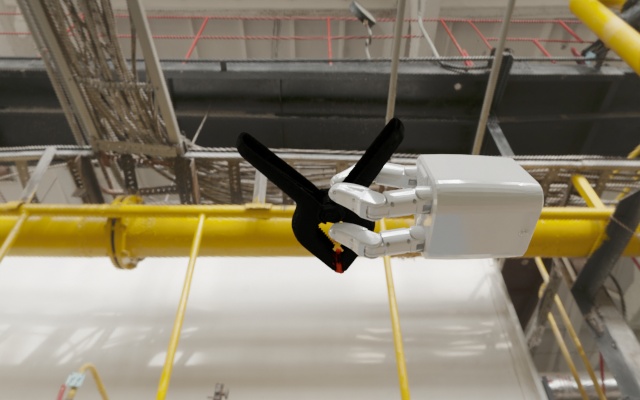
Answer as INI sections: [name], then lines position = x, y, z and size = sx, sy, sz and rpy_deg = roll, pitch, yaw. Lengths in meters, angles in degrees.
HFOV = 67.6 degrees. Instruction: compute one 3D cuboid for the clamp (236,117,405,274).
[clamp]
position = 0.000, 0.002, 0.523
size = 0.164, 0.210, 0.036
rpy_deg = 1, 42, 3
